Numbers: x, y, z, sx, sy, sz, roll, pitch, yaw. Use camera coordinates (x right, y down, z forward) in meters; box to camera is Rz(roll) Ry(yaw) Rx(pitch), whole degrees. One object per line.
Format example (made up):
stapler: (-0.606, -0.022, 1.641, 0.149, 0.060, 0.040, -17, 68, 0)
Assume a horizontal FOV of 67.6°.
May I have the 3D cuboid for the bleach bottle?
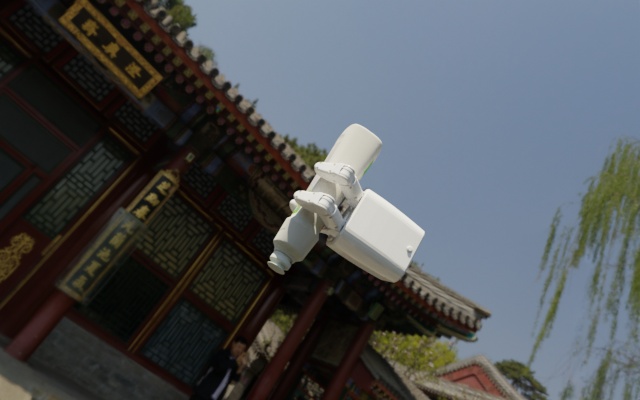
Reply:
bleach bottle: (0.000, 0.002, 0.714, 0.068, 0.250, 0.103, 35, -25, -2)
